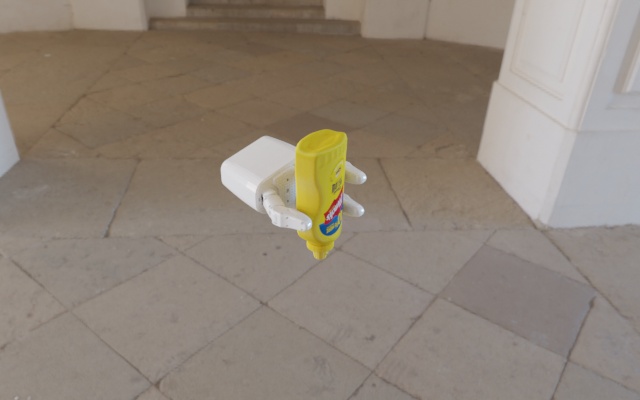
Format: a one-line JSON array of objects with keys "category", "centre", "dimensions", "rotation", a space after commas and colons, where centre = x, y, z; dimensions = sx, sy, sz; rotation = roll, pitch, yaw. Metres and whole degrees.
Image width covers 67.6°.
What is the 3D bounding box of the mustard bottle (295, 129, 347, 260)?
[{"category": "mustard bottle", "centre": [0.000, 0.002, 0.684], "dimensions": [0.058, 0.192, 0.096], "rotation": [14, 32, 21]}]
